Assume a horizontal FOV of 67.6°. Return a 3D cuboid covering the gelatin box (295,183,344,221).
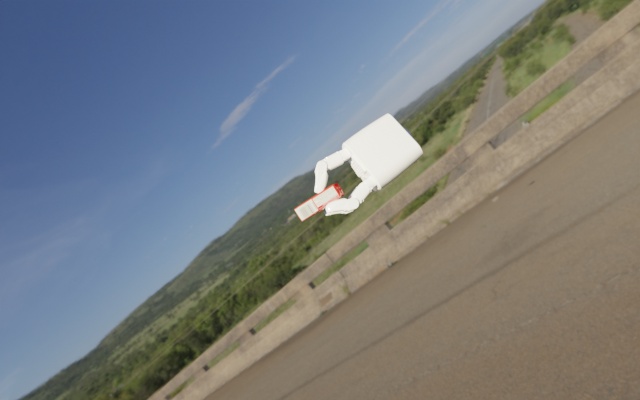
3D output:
[{"bbox_3d":[0.000,0.003,0.899,0.089,0.030,0.073,-32,-1,7],"label":"gelatin box"}]
